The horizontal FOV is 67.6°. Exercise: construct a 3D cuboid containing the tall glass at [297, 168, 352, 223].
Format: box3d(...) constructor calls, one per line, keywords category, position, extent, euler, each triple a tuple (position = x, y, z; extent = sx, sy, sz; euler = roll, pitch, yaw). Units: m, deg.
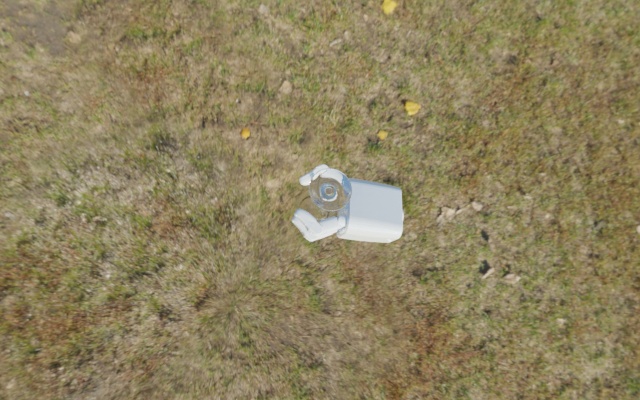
box3d(category="tall glass", position=(0.000, 0.003, 0.896), extent=(0.079, 0.079, 0.201), euler=(0, -12, -11))
